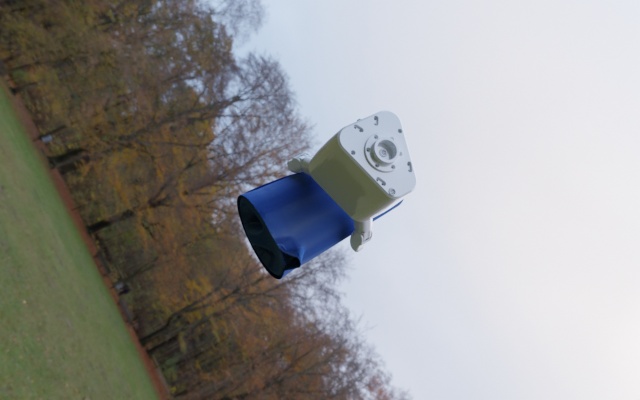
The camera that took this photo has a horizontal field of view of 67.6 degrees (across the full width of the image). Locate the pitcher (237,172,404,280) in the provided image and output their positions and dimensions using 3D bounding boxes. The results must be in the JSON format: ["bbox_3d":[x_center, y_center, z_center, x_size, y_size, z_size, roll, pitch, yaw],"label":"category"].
[{"bbox_3d":[0.000,0.002,0.732,0.243,0.149,0.145,-26,-7,-23],"label":"pitcher"}]
